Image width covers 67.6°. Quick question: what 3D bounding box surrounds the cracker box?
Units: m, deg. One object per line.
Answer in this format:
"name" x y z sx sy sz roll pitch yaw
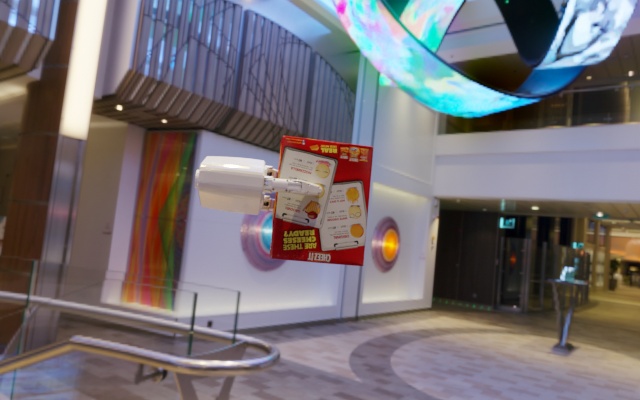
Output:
"cracker box" 0.000 0.003 0.855 0.164 0.213 0.072 6 -5 -7
